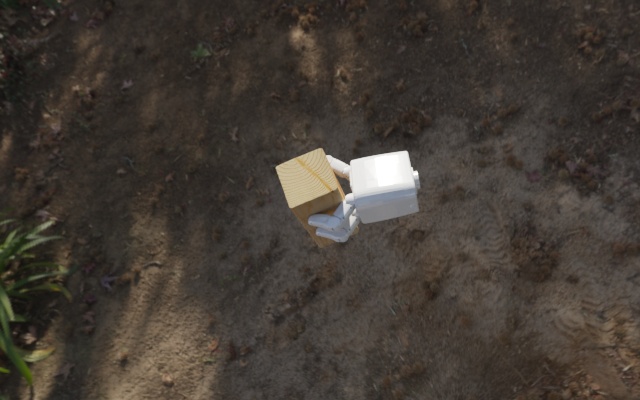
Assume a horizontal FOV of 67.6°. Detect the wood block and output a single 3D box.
[{"bbox_3d":[0.000,0.002,0.897,0.090,0.090,0.206,-23,-28,4],"label":"wood block"}]
